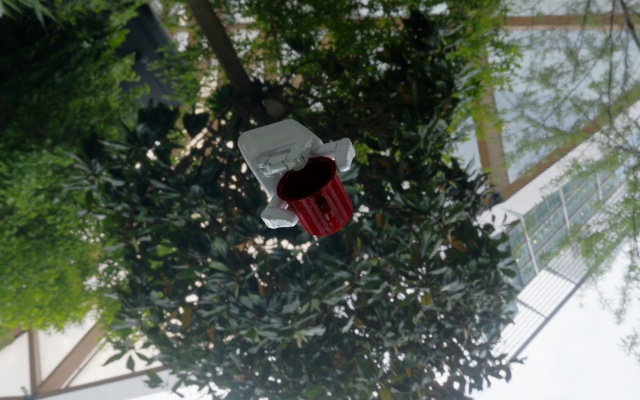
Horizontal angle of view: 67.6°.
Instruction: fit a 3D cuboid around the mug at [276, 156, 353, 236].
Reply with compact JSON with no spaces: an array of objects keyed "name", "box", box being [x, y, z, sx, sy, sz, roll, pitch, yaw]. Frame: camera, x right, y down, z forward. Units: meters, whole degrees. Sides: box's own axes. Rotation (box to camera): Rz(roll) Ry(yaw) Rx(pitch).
[{"name":"mug","box":[0.001,0.003,0.678,0.093,0.081,0.117,-33,35,-4]}]
